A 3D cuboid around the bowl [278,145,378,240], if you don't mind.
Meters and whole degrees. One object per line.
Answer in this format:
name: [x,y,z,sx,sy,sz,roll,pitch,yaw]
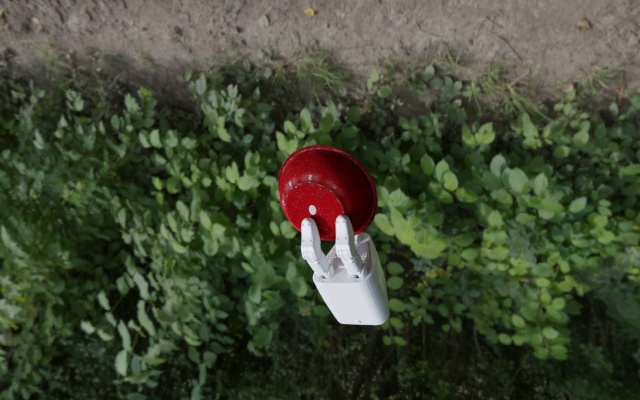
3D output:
bowl: [-0.001,0.001,0.704,0.162,0.162,0.055,0,29,24]
